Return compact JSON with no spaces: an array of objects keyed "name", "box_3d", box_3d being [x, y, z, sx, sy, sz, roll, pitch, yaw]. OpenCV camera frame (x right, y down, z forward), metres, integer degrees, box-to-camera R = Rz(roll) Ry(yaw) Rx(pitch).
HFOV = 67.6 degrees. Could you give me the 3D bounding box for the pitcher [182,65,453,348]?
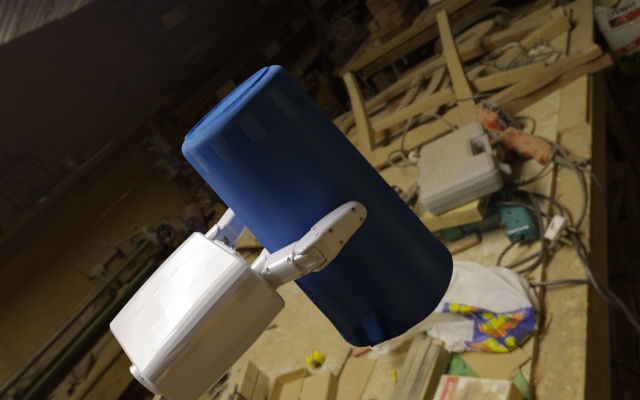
[{"name":"pitcher","box_3d":[0.000,0.002,0.434,0.145,0.243,0.149,-47,21,-17]}]
